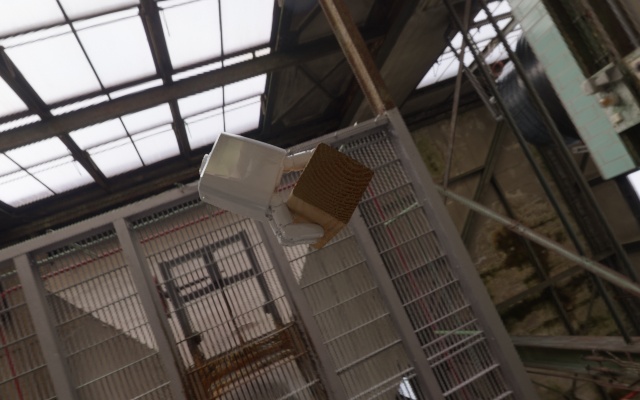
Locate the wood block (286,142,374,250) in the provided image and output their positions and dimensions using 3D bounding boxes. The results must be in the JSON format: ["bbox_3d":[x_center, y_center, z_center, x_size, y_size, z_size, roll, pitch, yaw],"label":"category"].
[{"bbox_3d":[0.000,0.002,0.746,0.090,0.090,0.206,29,-18,-2],"label":"wood block"}]
